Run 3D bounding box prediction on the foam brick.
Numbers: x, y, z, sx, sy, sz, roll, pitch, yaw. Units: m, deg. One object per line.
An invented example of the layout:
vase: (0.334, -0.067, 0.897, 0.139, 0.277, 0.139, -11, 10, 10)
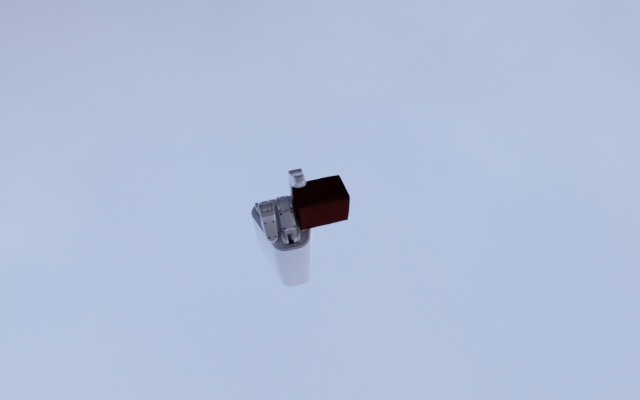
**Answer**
foam brick: (0.000, 0.002, 0.724, 0.078, 0.051, 0.053, -12, 46, -9)
